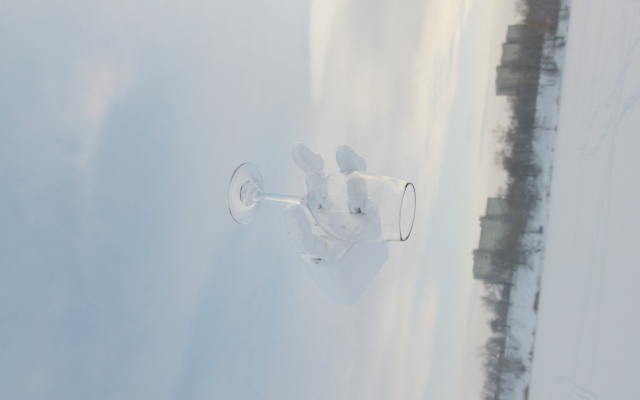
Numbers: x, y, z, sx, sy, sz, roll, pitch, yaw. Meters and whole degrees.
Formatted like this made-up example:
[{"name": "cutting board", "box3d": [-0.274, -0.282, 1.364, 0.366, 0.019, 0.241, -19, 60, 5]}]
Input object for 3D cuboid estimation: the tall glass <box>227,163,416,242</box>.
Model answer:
[{"name": "tall glass", "box3d": [-0.001, 0.002, 0.531, 0.201, 0.079, 0.079, 6, 3, 25]}]
